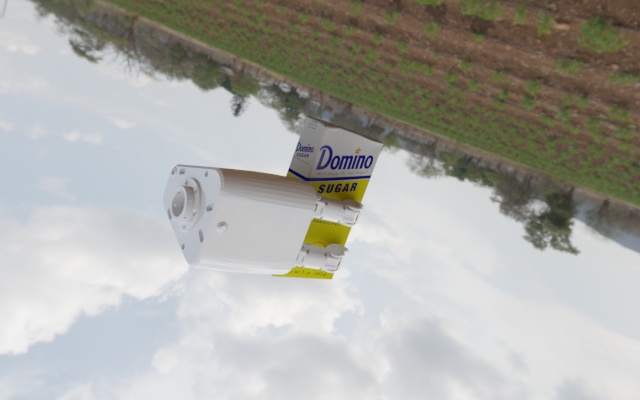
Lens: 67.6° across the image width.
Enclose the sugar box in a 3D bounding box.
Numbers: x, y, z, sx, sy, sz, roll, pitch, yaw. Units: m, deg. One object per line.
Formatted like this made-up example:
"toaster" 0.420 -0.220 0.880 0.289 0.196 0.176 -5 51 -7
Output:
"sugar box" 0.000 0.002 0.545 0.093 0.176 0.048 10 16 -41
